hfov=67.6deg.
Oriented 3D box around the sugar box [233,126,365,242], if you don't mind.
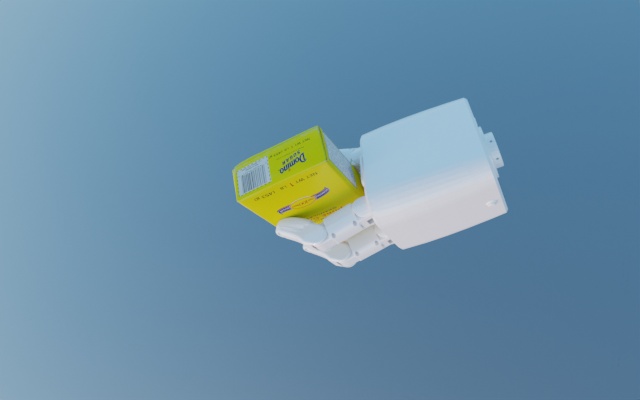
[{"bbox_3d":[0.000,0.002,0.483,0.093,0.048,0.176,-23,-33,18],"label":"sugar box"}]
